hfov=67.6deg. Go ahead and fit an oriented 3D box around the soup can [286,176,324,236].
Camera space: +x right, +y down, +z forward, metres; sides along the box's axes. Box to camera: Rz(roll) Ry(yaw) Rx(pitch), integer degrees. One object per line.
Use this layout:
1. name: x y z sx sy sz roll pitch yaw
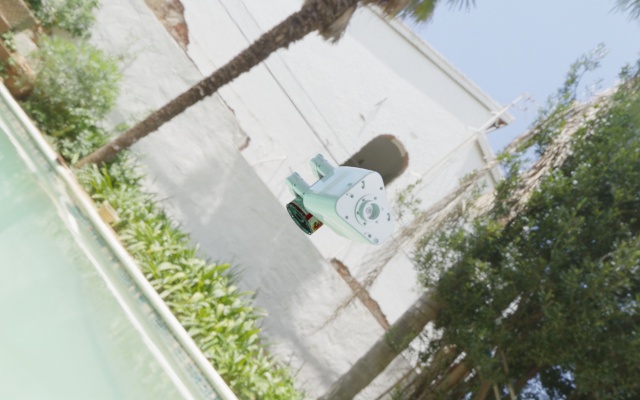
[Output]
1. soup can: 0.000 0.003 0.827 0.102 0.068 0.068 -39 13 -17
